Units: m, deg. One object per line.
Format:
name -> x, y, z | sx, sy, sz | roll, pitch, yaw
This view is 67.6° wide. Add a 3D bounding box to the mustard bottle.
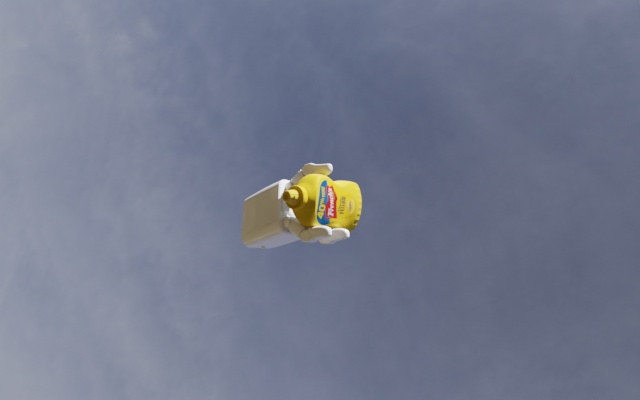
mustard bottle -> 0.001, 0.003, 0.855 | 0.058, 0.096, 0.191 | 7, -2, 38
